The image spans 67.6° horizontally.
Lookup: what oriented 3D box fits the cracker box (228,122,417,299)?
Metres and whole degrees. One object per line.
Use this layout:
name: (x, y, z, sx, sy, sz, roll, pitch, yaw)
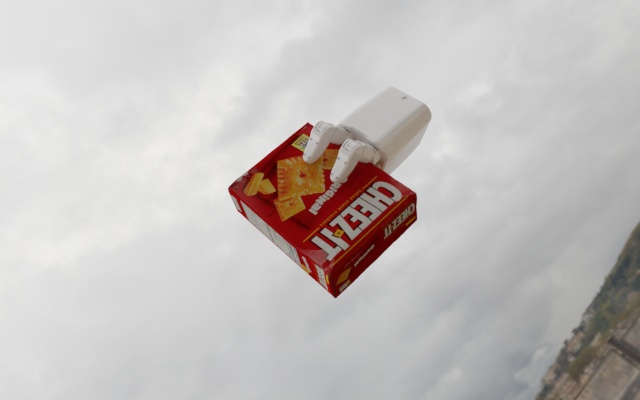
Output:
cracker box: (0.000, 0.002, 0.663, 0.213, 0.164, 0.072, 37, -22, 31)
